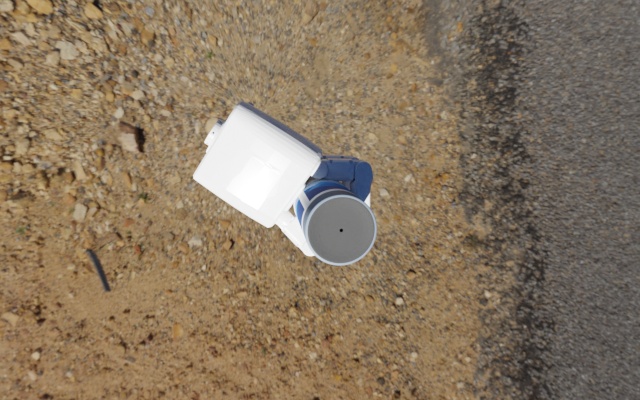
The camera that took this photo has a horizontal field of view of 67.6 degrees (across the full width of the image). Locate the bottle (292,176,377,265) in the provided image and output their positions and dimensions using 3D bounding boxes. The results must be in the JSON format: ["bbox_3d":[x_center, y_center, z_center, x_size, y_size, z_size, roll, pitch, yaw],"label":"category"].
[{"bbox_3d":[0.000,0.002,0.575,0.069,0.069,0.295,0,10,-8],"label":"bottle"}]
